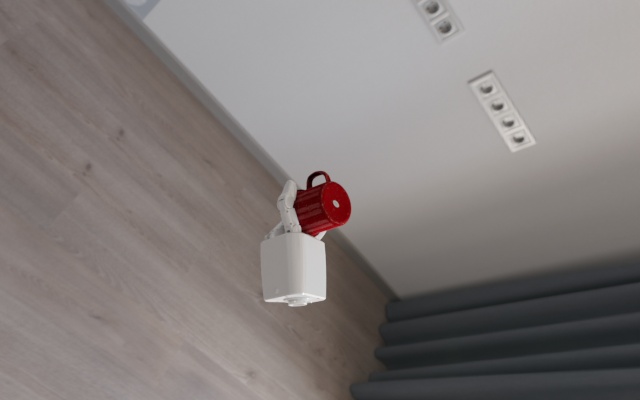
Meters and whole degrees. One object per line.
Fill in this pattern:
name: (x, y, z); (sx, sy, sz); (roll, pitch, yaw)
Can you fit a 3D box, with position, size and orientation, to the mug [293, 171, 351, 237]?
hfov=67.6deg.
mug: (0.000, 0.001, 0.857); (0.081, 0.117, 0.093); (-20, -25, 41)
